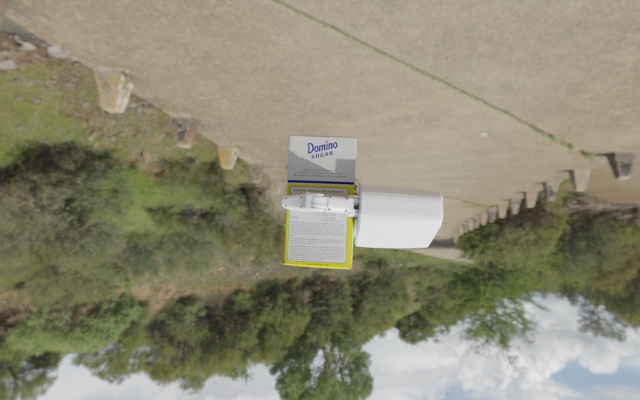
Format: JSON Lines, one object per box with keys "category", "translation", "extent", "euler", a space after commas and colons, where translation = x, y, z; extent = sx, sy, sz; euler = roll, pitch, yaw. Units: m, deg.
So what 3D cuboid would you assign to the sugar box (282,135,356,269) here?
{"category": "sugar box", "translation": [0.000, 0.002, 0.651], "extent": [0.093, 0.176, 0.048], "euler": [3, -7, 3]}
